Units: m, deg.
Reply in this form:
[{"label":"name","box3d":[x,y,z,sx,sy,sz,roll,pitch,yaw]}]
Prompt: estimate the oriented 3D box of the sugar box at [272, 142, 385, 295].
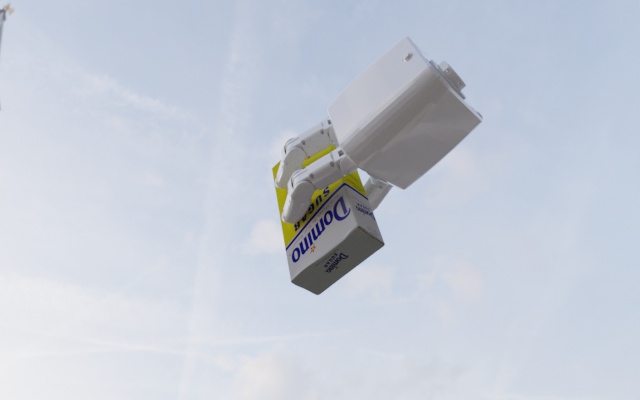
[{"label":"sugar box","box3d":[0.000,0.001,0.509,0.048,0.176,0.093,34,-63,-33]}]
